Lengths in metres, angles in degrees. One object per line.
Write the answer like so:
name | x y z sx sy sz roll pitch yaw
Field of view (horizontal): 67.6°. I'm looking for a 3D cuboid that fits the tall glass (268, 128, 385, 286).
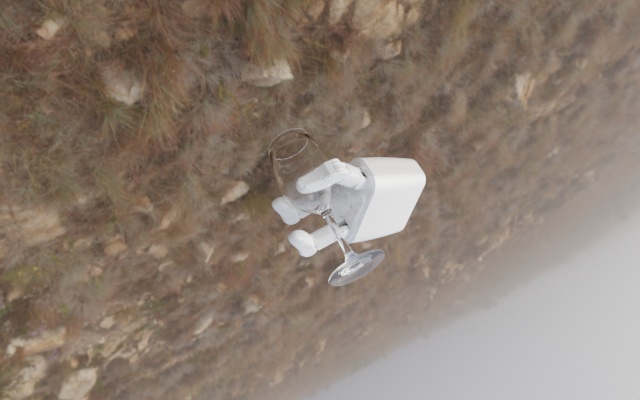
tall glass | 0.000 0.002 0.600 0.079 0.201 0.079 -23 -27 -13
